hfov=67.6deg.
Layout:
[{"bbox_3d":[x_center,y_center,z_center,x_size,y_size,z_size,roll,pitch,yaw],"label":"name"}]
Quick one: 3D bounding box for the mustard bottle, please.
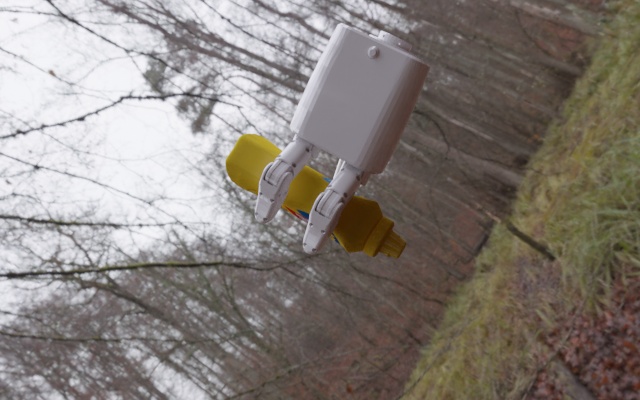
[{"bbox_3d":[0.000,0.002,0.487,0.191,0.058,0.096,30,-6,14],"label":"mustard bottle"}]
